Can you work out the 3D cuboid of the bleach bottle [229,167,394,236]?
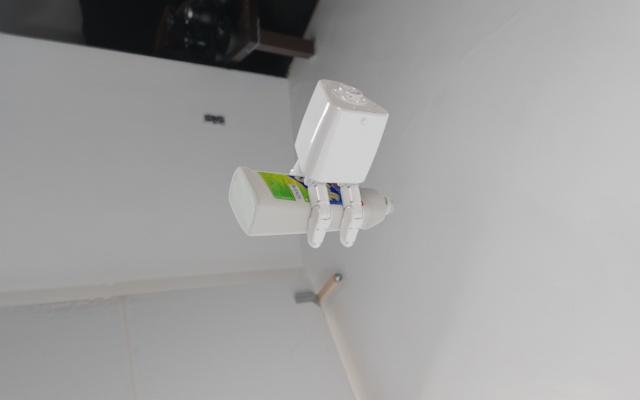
[{"bbox_3d":[0.000,0.002,0.707,0.251,0.068,0.102,0,37,-32],"label":"bleach bottle"}]
